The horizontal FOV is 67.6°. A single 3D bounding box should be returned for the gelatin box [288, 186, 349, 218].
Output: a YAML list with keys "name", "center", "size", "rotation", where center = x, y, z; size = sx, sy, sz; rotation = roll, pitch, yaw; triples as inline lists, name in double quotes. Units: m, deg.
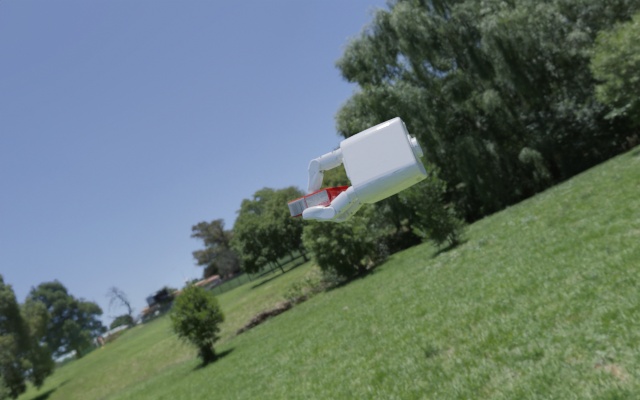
- name: "gelatin box"
  center: [0.000, 0.002, 0.830]
  size: [0.089, 0.030, 0.073]
  rotation: [-20, -7, 31]
